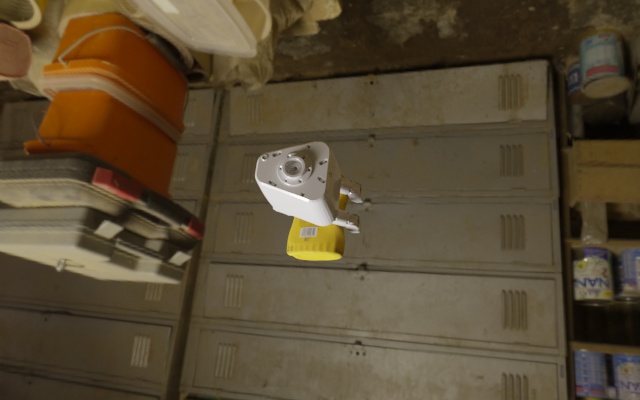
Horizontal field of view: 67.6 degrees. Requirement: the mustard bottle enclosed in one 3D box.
[{"bbox_3d":[0.000,0.003,0.809,0.096,0.191,0.058,-5,-22,32],"label":"mustard bottle"}]
